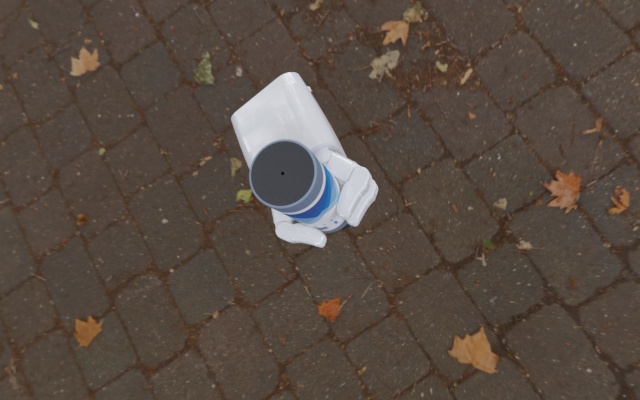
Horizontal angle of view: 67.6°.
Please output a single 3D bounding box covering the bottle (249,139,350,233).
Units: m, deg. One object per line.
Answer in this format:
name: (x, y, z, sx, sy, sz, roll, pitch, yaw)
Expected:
bottle: (0.000, 0.002, 0.580, 0.069, 0.069, 0.296, 0, -11, 14)
